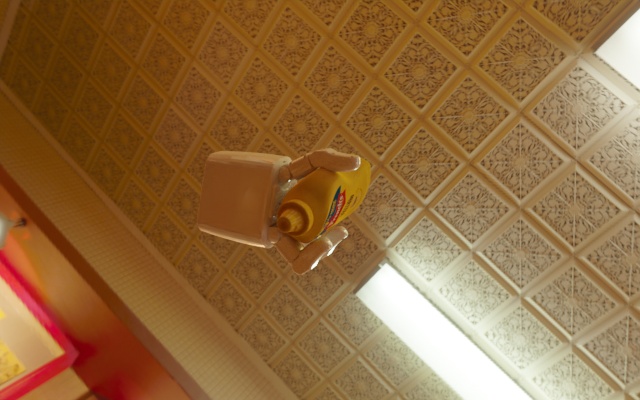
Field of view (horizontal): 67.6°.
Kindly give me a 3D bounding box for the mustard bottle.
[{"bbox_3d":[0.001,0.002,0.592,0.058,0.096,0.191,33,26,14],"label":"mustard bottle"}]
